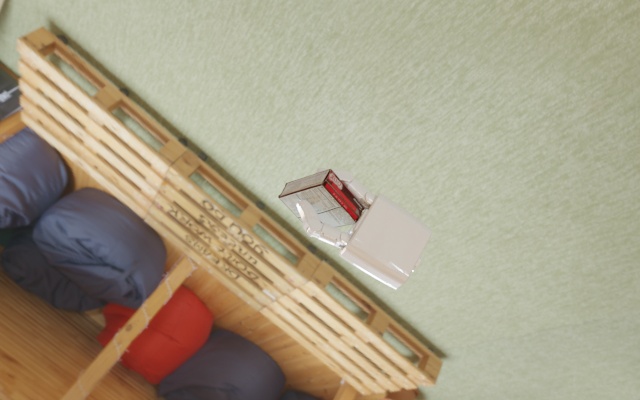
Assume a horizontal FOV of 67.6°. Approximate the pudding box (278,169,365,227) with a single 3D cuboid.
[{"bbox_3d":[0.000,0.003,0.761,0.113,0.039,0.090,-16,-56,45],"label":"pudding box"}]
